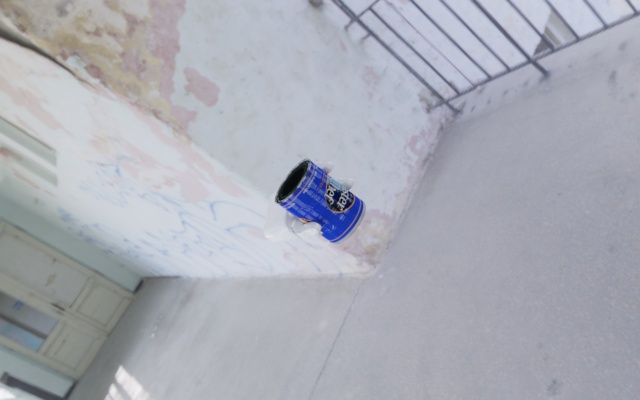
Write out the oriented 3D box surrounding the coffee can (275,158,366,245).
[{"bbox_3d":[0.000,0.003,0.897,0.140,0.102,0.103,37,-14,-20],"label":"coffee can"}]
